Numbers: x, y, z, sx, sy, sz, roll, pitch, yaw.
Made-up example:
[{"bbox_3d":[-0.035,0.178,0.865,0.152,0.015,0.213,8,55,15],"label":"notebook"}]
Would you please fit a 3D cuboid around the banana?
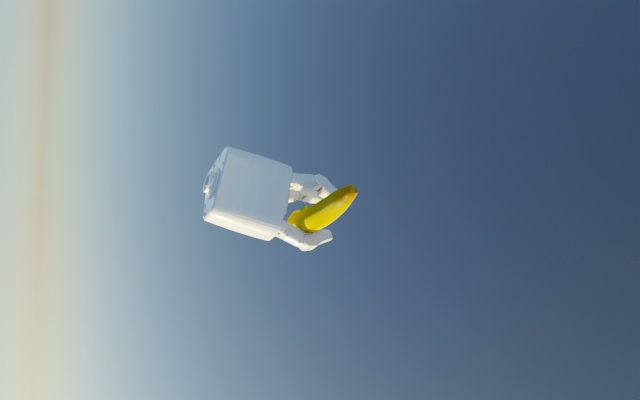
[{"bbox_3d":[-0.009,0.019,0.739,0.037,0.069,0.198,33,-20,-17],"label":"banana"}]
